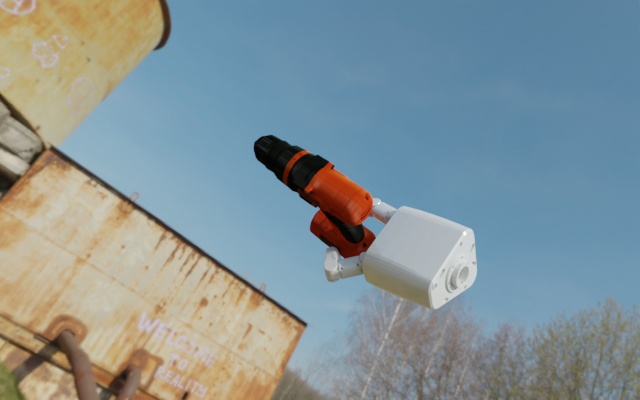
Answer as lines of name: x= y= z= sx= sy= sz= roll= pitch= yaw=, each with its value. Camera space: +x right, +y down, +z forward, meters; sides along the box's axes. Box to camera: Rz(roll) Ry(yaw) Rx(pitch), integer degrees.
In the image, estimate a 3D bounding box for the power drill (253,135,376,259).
power drill: x=0.000 y=0.002 z=0.646 sx=0.184 sy=0.057 sz=0.188 roll=36 pitch=-13 yaw=29
